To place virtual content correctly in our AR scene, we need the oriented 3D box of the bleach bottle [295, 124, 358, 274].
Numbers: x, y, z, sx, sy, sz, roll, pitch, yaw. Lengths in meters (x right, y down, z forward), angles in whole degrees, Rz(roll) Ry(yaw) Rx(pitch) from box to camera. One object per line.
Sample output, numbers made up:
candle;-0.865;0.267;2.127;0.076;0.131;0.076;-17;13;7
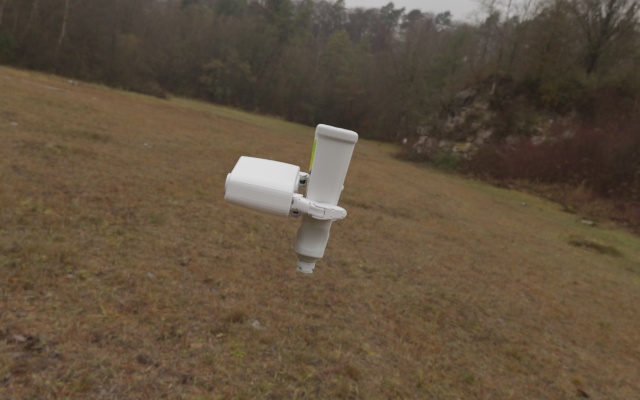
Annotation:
bleach bottle;0.000;0.003;0.799;0.068;0.251;0.102;13;10;-3
